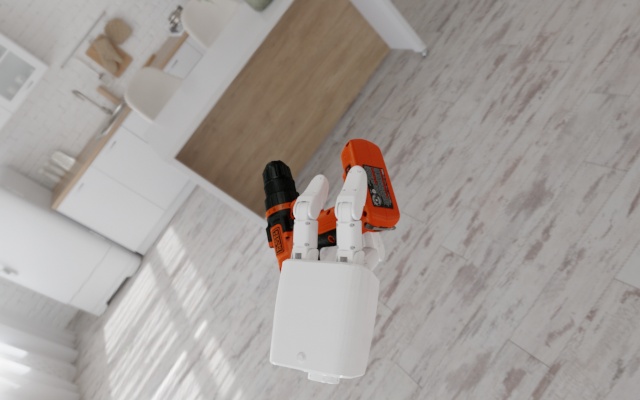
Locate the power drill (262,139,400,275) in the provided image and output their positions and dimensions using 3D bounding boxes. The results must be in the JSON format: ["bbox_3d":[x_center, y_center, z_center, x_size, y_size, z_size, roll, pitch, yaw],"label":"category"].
[{"bbox_3d":[0.000,0.002,0.586,0.057,0.184,0.188,3,-27,-41],"label":"power drill"}]
